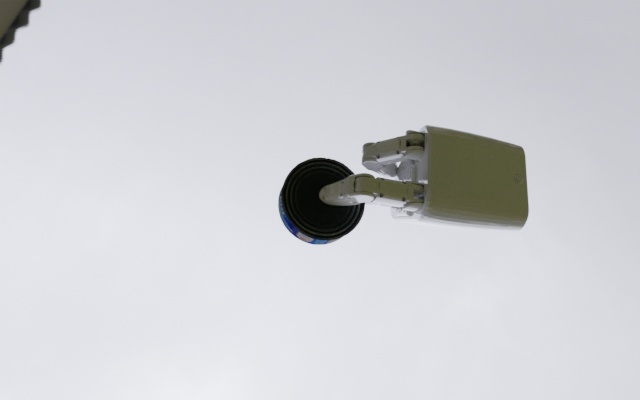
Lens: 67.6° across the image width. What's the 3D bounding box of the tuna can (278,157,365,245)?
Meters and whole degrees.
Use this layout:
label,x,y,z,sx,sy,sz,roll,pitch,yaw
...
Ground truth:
label,x,y,z,sx,sy,sz,roll,pitch,yaw
tuna can,0.000,0.002,0.489,0.086,0.086,0.034,0,-15,-14
